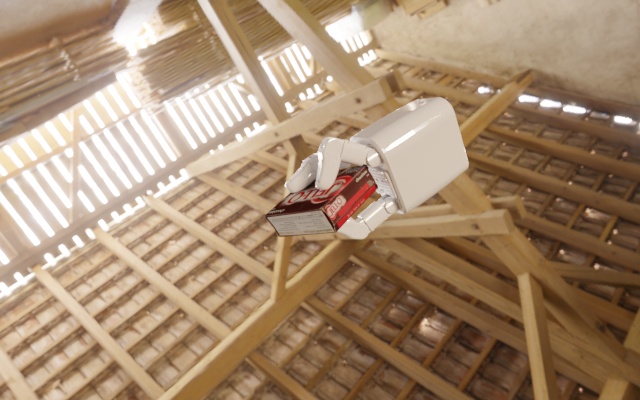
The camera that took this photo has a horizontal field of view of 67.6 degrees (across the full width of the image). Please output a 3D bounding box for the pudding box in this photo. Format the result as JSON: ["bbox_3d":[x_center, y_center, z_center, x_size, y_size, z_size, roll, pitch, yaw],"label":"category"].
[{"bbox_3d":[0.000,0.002,0.571,0.113,0.039,0.090,-12,25,50],"label":"pudding box"}]
